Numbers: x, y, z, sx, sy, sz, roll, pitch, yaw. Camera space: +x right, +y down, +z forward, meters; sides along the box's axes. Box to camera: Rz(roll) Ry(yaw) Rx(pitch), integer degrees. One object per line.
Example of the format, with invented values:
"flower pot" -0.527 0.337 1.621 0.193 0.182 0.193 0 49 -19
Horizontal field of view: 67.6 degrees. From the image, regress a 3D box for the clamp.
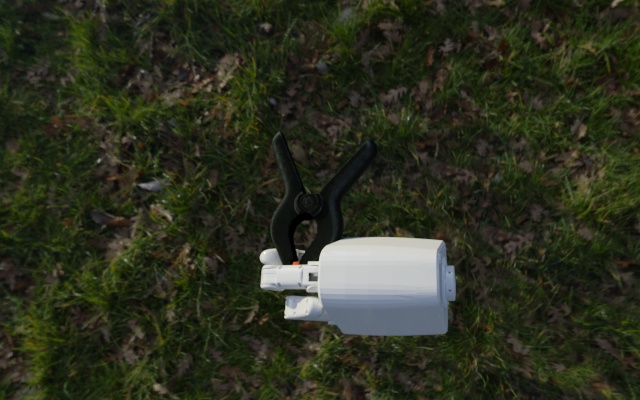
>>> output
"clamp" 0.000 0.002 0.513 0.120 0.171 0.039 -3 -16 19
